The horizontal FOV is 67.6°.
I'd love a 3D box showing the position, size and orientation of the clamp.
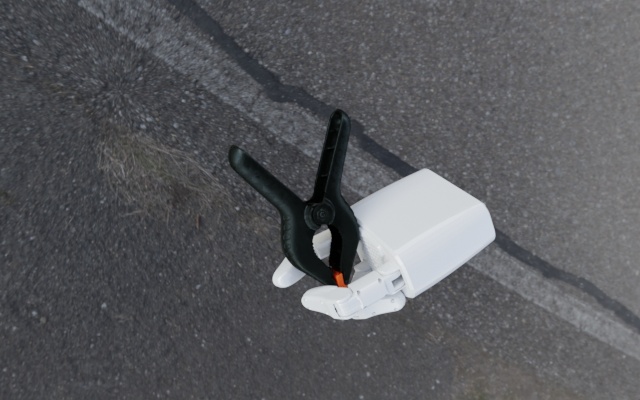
[{"bbox_3d":[0.000,0.002,0.449,0.120,0.171,0.039,-30,22,-14],"label":"clamp"}]
